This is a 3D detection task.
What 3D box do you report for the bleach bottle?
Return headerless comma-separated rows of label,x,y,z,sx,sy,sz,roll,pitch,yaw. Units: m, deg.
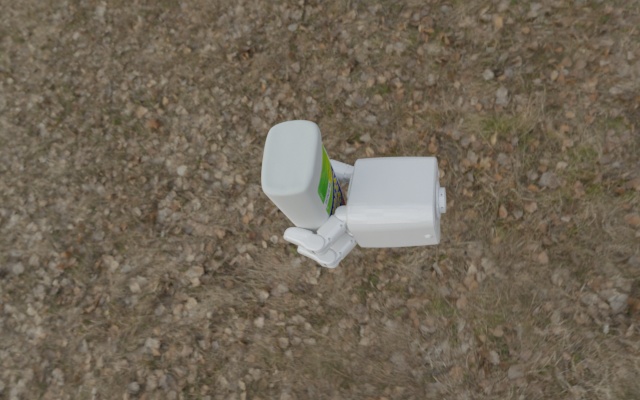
bleach bottle,0.000,0.002,0.647,0.068,0.102,0.251,-2,-25,18
